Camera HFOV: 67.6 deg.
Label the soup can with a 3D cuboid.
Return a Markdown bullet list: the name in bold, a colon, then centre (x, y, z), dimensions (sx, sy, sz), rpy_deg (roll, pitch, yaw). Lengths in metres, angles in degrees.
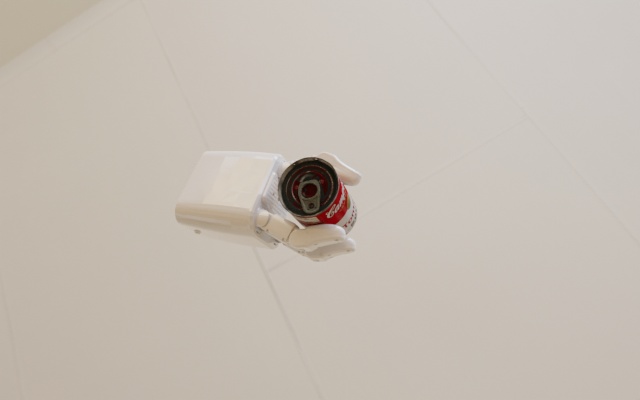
- **soup can**: centre (0.001, 0.002, 0.547), dimensions (0.068, 0.068, 0.102), rpy_deg (0, -19, 17)
